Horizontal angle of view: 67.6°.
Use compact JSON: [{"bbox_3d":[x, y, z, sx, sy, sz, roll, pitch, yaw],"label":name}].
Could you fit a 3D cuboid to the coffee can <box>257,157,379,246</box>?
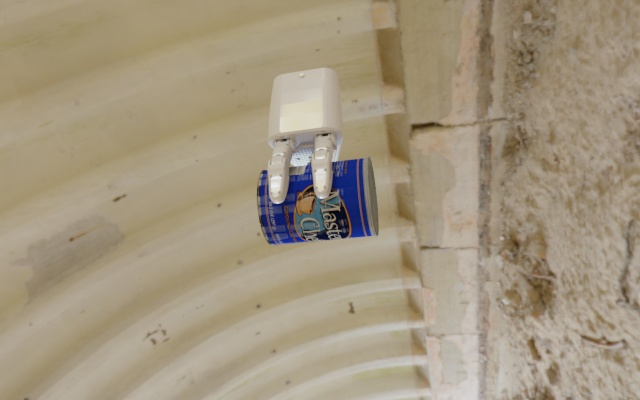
[{"bbox_3d":[0.000,0.002,0.622,0.140,0.103,0.103,-6,-1,11],"label":"coffee can"}]
